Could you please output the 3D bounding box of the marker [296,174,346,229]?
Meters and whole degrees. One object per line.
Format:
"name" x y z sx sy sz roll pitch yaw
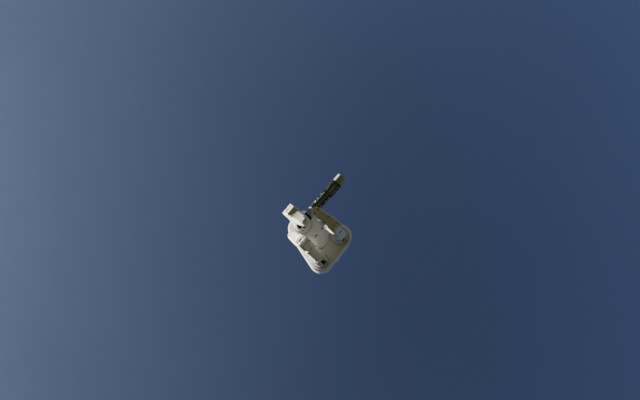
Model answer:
"marker" 0.000 0.003 0.849 0.020 0.121 0.020 40 -9 8
